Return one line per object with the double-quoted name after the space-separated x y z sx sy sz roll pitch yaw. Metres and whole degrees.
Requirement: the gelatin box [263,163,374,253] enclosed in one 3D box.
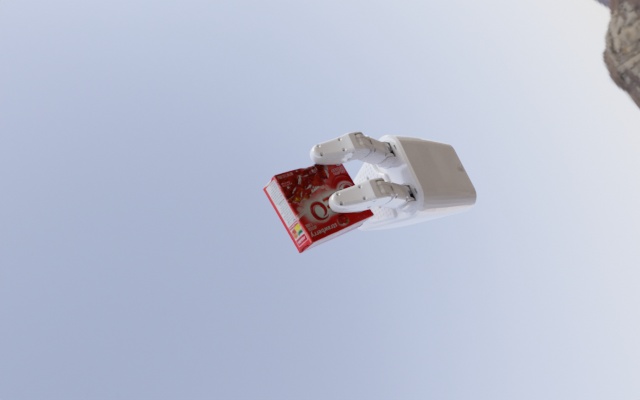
0.000 0.002 0.466 0.089 0.073 0.030 -20 -16 -40 "gelatin box"
